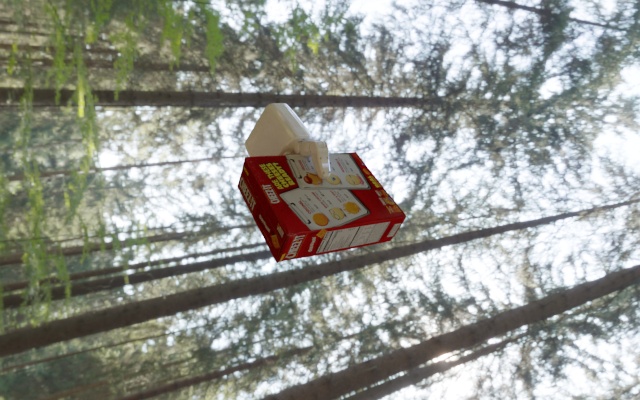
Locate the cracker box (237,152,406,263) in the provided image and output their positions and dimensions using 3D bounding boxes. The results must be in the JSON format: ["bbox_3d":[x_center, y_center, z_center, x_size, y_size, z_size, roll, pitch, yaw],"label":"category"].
[{"bbox_3d":[0.000,0.002,0.749,0.213,0.072,0.164,-7,47,-32],"label":"cracker box"}]
